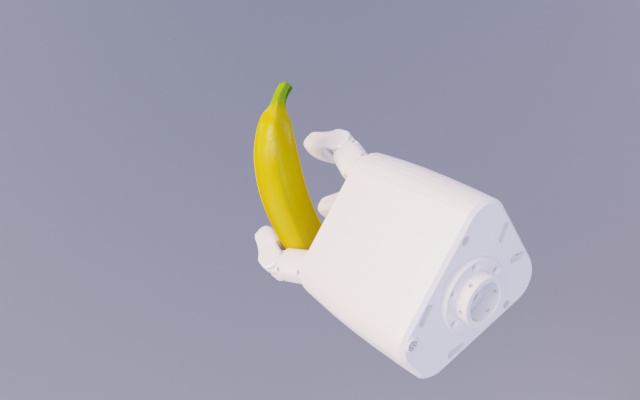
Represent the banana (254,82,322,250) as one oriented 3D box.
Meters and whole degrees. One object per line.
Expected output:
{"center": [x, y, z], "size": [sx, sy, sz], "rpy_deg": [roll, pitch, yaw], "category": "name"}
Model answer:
{"center": [-0.013, 0.007, 0.394], "size": [0.037, 0.198, 0.069], "rpy_deg": [8, 34, 44], "category": "banana"}
